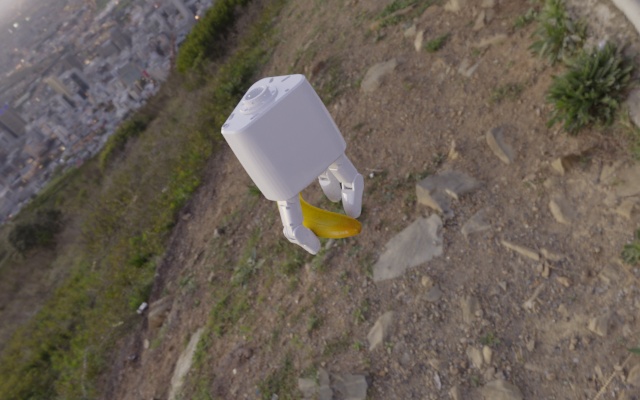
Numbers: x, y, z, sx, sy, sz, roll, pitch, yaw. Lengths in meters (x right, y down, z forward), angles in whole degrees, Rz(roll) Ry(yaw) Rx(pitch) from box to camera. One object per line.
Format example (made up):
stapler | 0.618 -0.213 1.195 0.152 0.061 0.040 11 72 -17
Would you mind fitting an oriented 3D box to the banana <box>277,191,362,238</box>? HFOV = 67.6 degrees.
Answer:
banana | -0.016 0.012 0.661 0.069 0.037 0.197 -35 32 -8
